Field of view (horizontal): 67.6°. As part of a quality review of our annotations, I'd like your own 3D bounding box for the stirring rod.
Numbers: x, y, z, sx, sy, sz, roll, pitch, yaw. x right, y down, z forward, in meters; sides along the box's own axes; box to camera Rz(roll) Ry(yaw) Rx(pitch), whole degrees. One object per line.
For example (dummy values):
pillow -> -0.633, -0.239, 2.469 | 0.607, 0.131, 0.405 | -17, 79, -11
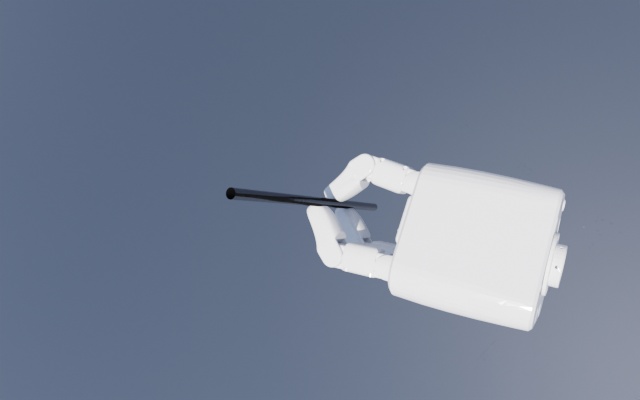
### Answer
stirring rod -> 0.000, 0.001, 0.413 | 0.011, 0.011, 0.239 | 0, -3, 29
